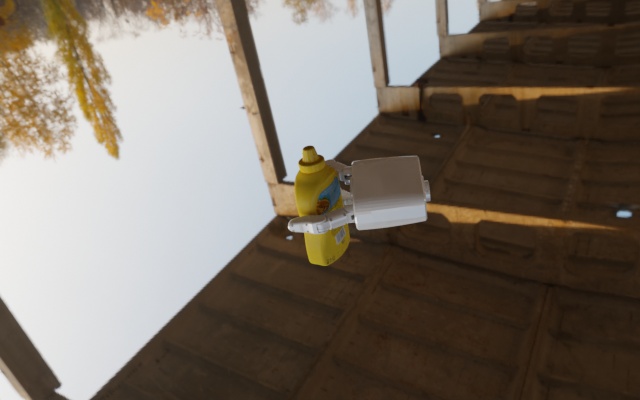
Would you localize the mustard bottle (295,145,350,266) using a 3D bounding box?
[{"bbox_3d":[0.000,0.003,0.758,0.058,0.192,0.096,8,35,30],"label":"mustard bottle"}]
